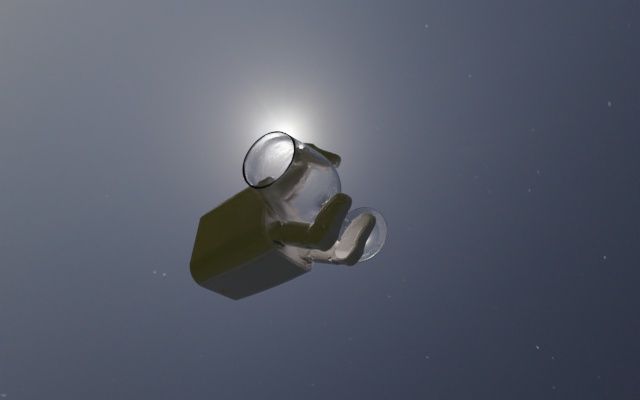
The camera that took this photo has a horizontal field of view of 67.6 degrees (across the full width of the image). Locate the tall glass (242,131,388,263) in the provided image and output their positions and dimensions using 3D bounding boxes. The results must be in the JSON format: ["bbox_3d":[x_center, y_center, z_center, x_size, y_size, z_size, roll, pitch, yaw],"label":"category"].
[{"bbox_3d":[0.001,0.002,0.525,0.079,0.079,0.201,0,-25,33],"label":"tall glass"}]
